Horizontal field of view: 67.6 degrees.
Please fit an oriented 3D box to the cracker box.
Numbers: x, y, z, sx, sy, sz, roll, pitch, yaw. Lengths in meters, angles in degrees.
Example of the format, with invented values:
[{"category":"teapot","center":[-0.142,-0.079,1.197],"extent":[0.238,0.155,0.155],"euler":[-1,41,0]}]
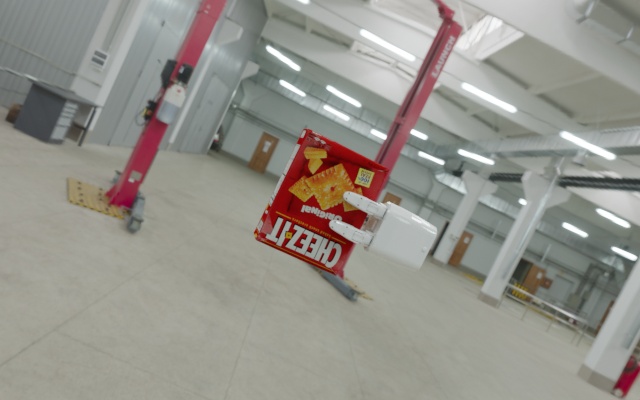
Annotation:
[{"category":"cracker box","center":[0.000,0.003,0.852],"extent":[0.164,0.214,0.072],"euler":[25,3,-11]}]
